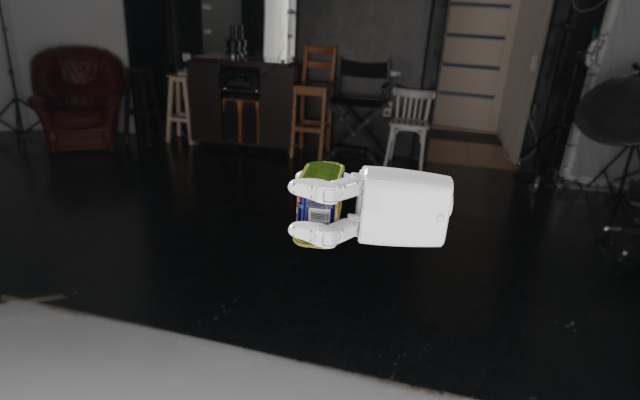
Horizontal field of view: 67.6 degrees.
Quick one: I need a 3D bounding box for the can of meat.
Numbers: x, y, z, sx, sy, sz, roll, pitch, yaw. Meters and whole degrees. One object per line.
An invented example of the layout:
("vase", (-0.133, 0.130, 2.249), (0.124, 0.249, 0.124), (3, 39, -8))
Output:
("can of meat", (0.000, 0.002, 0.621), (0.057, 0.084, 0.102), (6, 22, 6))
